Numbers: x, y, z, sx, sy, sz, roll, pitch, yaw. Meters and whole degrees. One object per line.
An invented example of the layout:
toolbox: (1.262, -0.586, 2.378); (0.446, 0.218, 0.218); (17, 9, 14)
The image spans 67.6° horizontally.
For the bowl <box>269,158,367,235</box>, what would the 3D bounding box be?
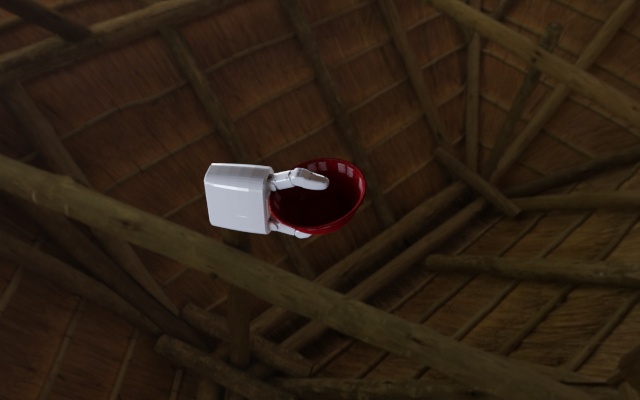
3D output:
bowl: (0.001, 0.003, 0.784); (0.162, 0.162, 0.055); (0, -43, 17)
